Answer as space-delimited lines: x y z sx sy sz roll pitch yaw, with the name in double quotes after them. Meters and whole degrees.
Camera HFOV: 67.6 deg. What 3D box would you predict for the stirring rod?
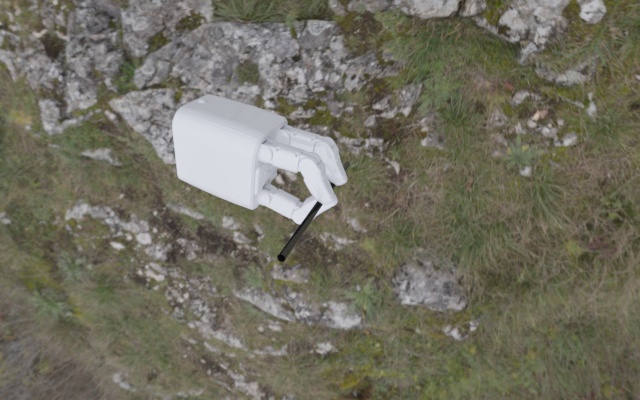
0.000 0.002 0.535 0.011 0.011 0.239 0 25 19 "stirring rod"
